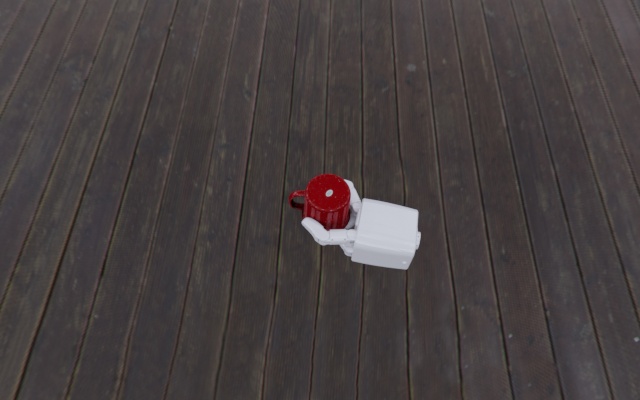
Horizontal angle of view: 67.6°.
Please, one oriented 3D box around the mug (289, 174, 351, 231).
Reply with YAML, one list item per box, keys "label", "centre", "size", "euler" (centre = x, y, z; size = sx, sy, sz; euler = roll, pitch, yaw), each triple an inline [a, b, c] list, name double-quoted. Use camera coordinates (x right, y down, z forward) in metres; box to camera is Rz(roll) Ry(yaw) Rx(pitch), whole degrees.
- label: "mug"
  centre: [-0.001, 0.002, 0.870]
  size: [0.117, 0.093, 0.081]
  euler: [9, -31, 3]
